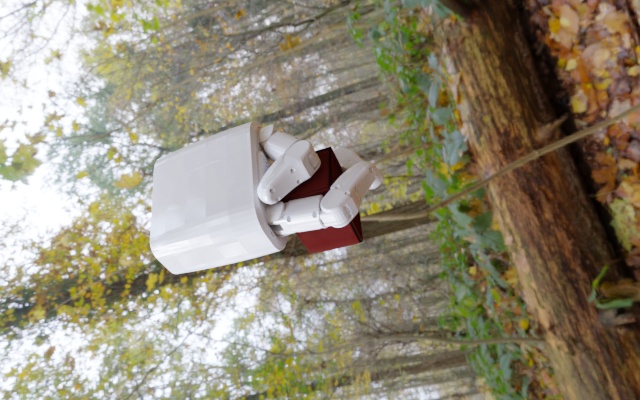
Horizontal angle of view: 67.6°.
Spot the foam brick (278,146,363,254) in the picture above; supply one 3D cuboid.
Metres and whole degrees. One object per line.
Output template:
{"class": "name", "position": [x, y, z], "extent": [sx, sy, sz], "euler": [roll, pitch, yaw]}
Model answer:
{"class": "foam brick", "position": [0.000, 0.002, 0.427], "extent": [0.051, 0.053, 0.078], "euler": [-17, -47, 14]}
